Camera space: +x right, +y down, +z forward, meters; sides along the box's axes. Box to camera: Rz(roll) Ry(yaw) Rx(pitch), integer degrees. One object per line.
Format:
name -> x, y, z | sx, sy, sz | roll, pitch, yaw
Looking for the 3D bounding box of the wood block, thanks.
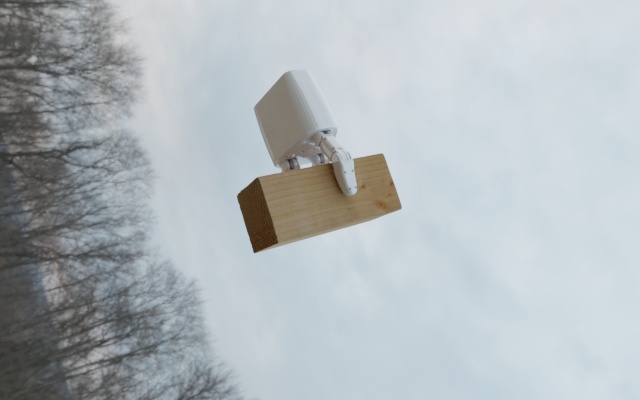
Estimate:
wood block -> 0.000, 0.002, 0.683 | 0.206, 0.090, 0.091 | -14, -8, -30
